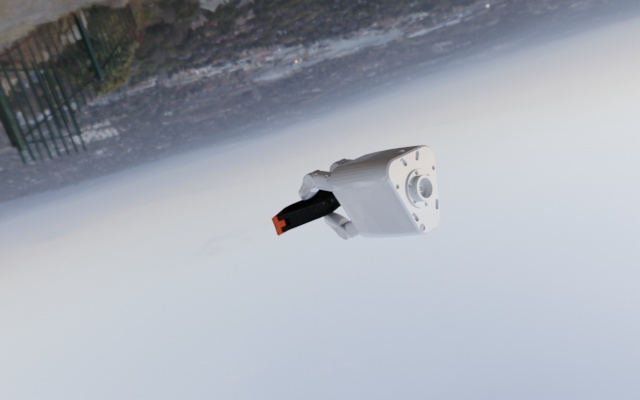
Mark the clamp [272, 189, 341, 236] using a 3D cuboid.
[{"bbox_3d":[0.000,0.003,0.750,0.210,0.036,0.164,-26,10,-36],"label":"clamp"}]
